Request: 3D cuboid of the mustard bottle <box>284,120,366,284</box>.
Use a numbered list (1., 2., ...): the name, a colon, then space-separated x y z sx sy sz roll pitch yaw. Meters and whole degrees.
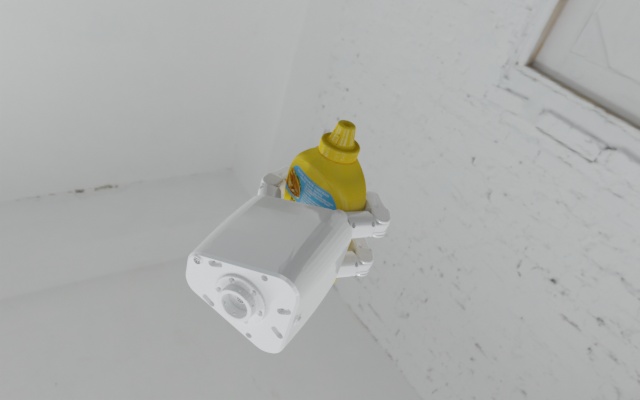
1. mustard bottle: 0.000 0.002 0.513 0.058 0.192 0.096 -16 47 -39
